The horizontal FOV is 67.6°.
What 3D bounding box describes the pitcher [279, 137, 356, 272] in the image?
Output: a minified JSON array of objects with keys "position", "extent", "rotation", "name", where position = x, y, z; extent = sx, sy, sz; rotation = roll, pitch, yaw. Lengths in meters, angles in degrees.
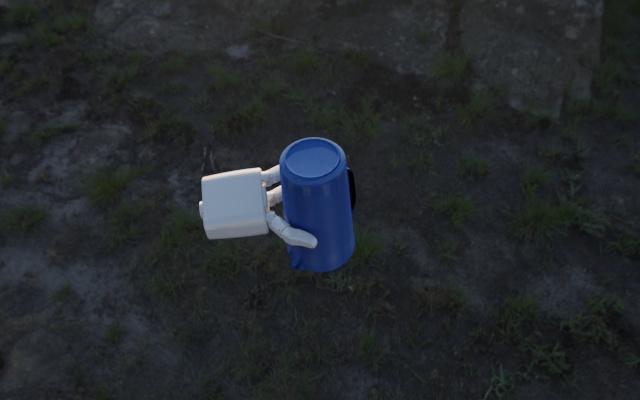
[{"position":[0.000,0.003,0.849],"extent":[0.145,0.149,0.243],"rotation":[-6,-40,-1],"name":"pitcher"}]
